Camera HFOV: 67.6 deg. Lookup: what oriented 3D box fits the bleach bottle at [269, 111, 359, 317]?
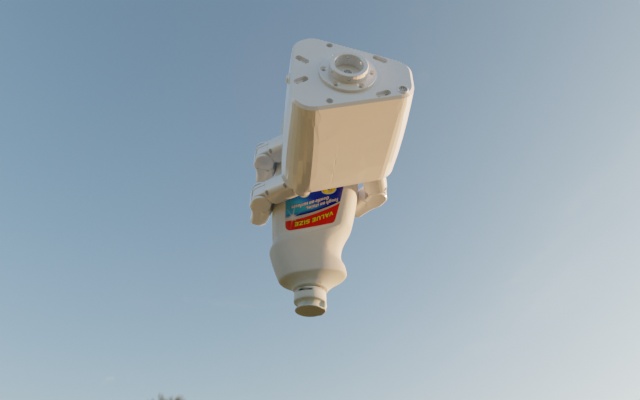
[{"bbox_3d":[0.000,0.002,0.516,0.102,0.250,0.068,2,-36,-3],"label":"bleach bottle"}]
